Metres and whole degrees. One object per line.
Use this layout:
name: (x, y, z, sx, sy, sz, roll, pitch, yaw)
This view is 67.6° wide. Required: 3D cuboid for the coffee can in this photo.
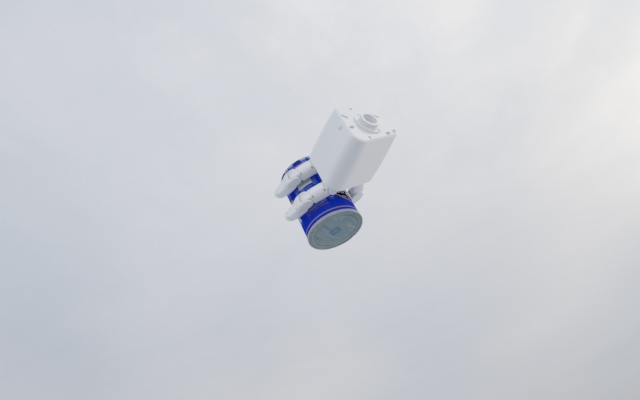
coffee can: (0.000, 0.003, 0.860, 0.103, 0.140, 0.103, -18, -36, -14)
